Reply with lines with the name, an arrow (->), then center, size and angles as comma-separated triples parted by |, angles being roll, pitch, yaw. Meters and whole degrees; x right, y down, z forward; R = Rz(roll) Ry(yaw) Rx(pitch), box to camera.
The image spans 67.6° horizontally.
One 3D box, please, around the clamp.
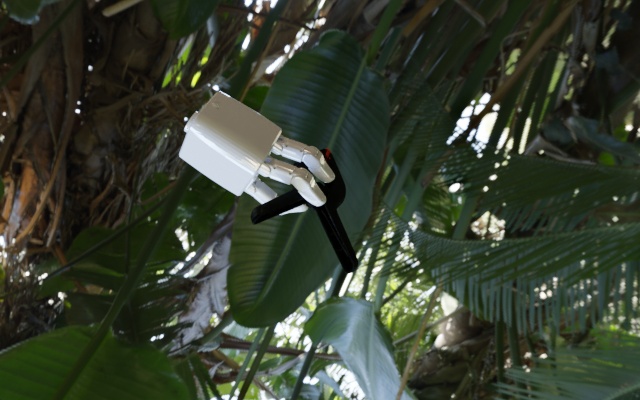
clamp -> 0.000, 0.002, 0.703 | 0.164, 0.209, 0.036 | 35, -50, -12
